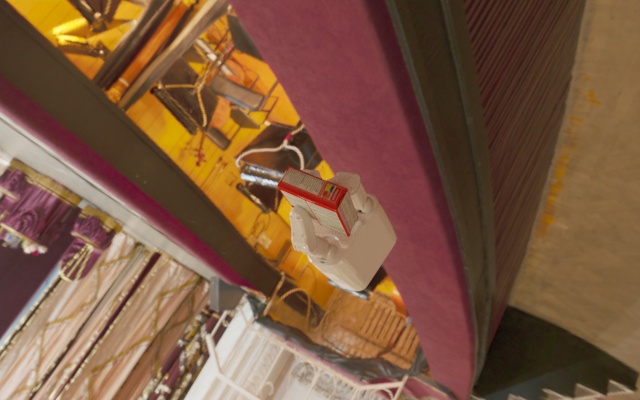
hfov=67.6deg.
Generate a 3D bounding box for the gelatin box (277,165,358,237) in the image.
[{"bbox_3d":[0.000,0.002,0.534,0.073,0.030,0.089,23,-15,21],"label":"gelatin box"}]
